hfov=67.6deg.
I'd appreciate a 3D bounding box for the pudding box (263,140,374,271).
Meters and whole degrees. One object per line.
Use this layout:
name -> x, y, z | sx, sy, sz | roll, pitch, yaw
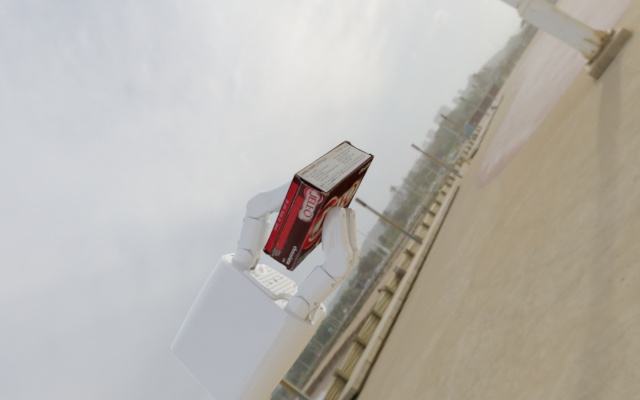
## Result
pudding box -> 0.000, 0.001, 0.448 | 0.039, 0.090, 0.113 | 32, 33, 10
